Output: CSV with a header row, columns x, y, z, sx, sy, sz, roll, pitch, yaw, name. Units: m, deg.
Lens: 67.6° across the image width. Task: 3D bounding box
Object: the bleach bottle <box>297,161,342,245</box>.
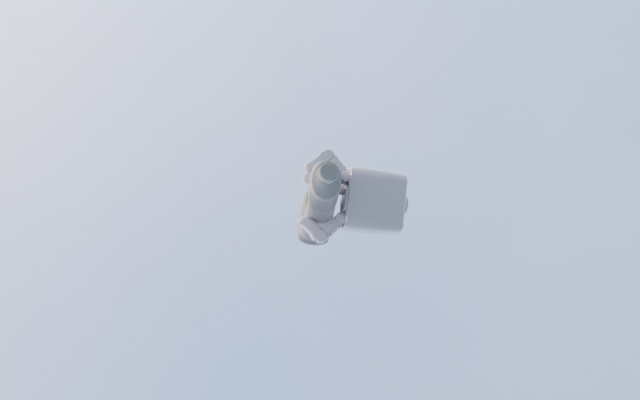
x,y,z,sx,sy,sz,roll,pitch,yaw,name
0.000,0.003,0.866,0.068,0.102,0.251,6,-20,-4,bleach bottle
